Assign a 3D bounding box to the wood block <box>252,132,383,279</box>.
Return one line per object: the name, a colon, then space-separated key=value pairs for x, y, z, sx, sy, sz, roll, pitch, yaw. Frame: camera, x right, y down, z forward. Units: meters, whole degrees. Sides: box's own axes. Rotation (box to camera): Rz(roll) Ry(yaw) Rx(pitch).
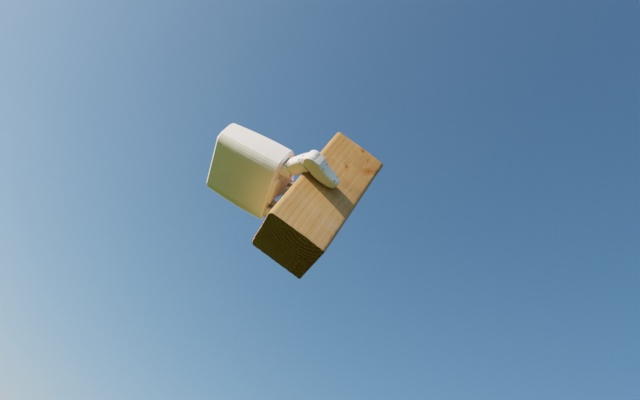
wood block: x=0.000 y=0.002 z=0.711 sx=0.090 sy=0.206 sz=0.091 roll=37 pitch=-41 yaw=0
